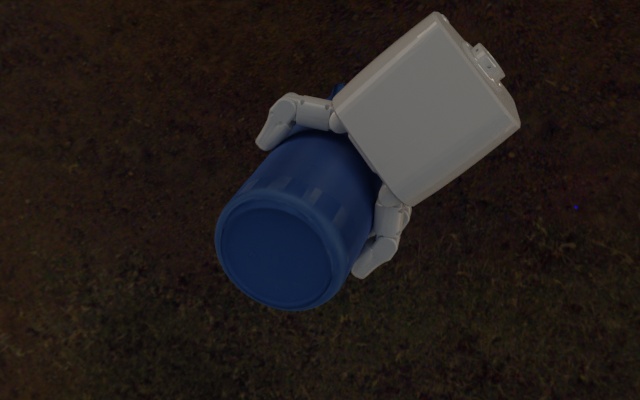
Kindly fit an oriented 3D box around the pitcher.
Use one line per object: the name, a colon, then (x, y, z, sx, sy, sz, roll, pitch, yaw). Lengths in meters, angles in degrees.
pitcher: (0.000, 0.001, 0.462, 0.145, 0.149, 0.242, -38, 10, 29)
